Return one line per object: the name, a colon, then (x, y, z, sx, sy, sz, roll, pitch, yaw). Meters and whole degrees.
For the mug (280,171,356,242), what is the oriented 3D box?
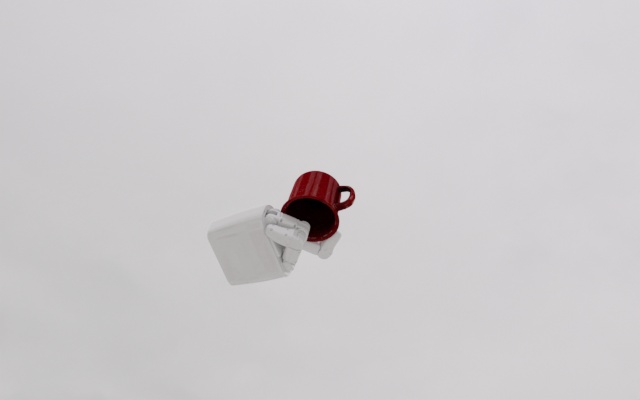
mug: (0.001, 0.002, 0.762, 0.117, 0.093, 0.081, -16, 32, 22)
